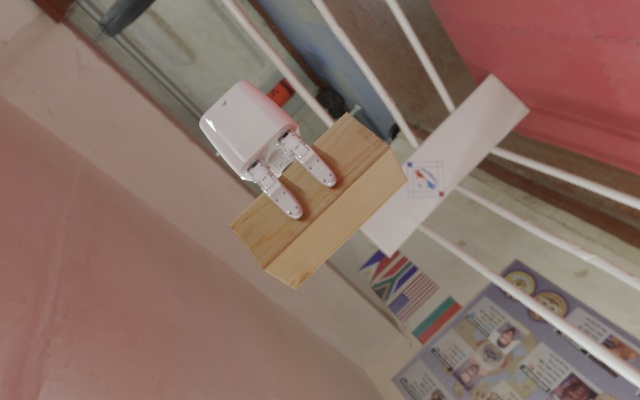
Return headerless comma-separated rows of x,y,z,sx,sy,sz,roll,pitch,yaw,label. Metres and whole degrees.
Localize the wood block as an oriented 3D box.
0.000,0.002,0.613,0.090,0.206,0.091,46,0,35,wood block
